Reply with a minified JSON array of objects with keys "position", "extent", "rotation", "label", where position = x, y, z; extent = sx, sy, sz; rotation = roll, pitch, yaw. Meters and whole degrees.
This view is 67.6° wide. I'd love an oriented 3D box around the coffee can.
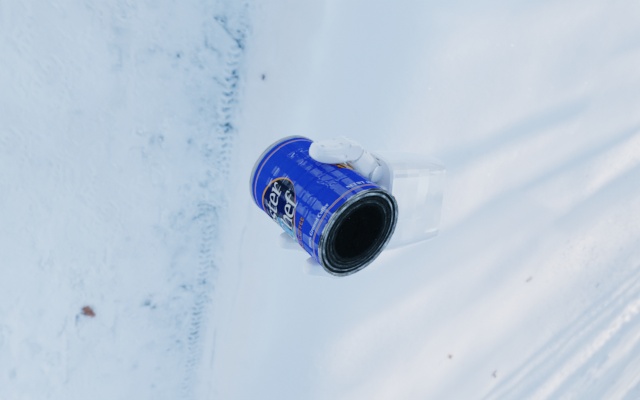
[{"position":[0.000,0.002,0.524],"extent":[0.103,0.103,0.140],"rotation":[0,28,-41],"label":"coffee can"}]
